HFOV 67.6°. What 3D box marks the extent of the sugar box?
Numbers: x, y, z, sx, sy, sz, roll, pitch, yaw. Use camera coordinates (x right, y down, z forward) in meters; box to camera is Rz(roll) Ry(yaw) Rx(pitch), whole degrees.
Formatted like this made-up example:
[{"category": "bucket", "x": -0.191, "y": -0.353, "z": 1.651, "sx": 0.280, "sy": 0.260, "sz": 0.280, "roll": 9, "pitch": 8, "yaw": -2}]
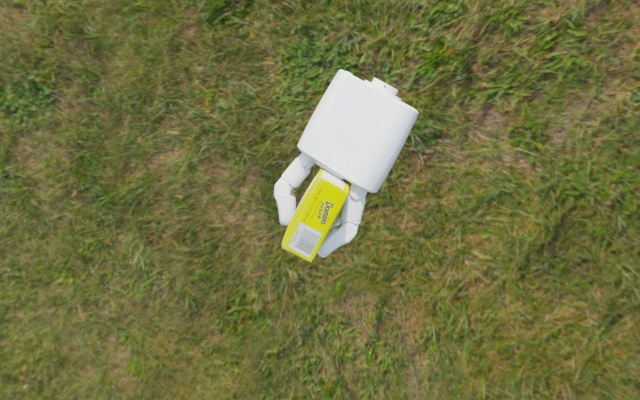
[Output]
[{"category": "sugar box", "x": 0.001, "y": 0.002, "z": 0.603, "sx": 0.048, "sy": 0.093, "sz": 0.176, "roll": 29, "pitch": 15, "yaw": 0}]
